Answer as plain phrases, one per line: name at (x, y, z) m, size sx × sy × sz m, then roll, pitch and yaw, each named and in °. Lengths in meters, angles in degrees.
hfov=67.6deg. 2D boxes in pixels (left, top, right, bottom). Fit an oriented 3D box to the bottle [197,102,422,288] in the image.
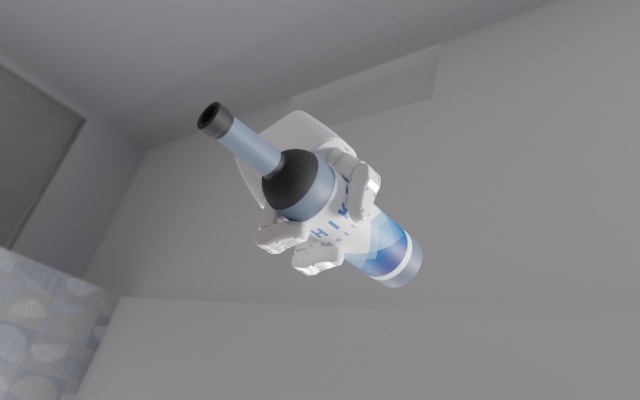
bottle at (0.000, 0.002, 0.479) m, size 0.069 × 0.069 × 0.296 m, roll 0°, pitch -29°, yaw 46°
